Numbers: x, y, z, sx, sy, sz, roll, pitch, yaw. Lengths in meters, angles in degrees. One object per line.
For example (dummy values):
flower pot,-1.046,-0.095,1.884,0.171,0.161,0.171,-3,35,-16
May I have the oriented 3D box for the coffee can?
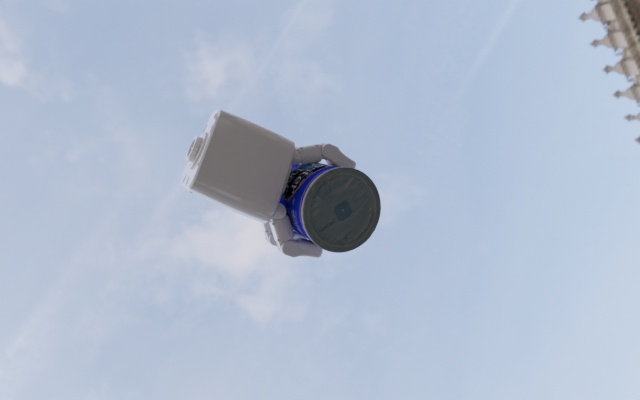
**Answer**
coffee can,0.000,0.002,0.625,0.103,0.103,0.140,0,8,-23
